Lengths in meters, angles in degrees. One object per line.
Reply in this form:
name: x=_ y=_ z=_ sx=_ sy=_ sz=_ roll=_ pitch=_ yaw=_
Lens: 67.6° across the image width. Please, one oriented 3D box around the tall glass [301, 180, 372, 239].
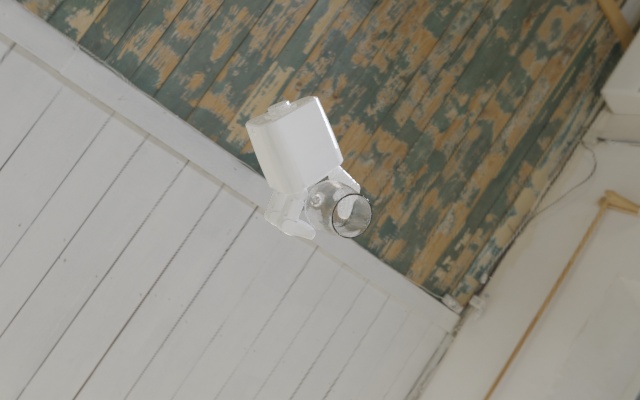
tall glass: x=0.000 y=0.002 z=0.719 sx=0.079 sy=0.079 sz=0.201 roll=0 pitch=11 yaw=-26
